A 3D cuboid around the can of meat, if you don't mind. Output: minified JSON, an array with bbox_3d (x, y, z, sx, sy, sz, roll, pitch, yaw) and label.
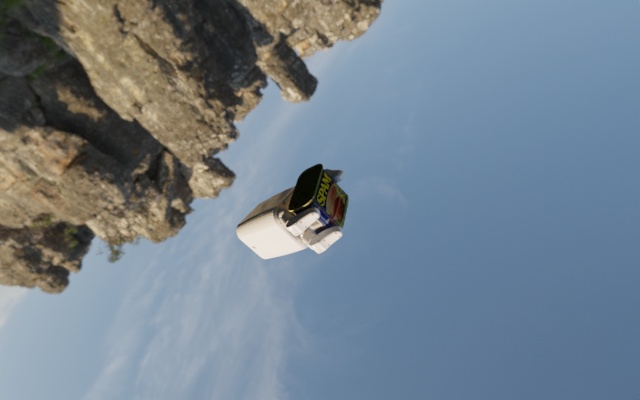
[{"bbox_3d":[0.000,0.003,0.817,0.057,0.102,0.084,-23,-55,34],"label":"can of meat"}]
